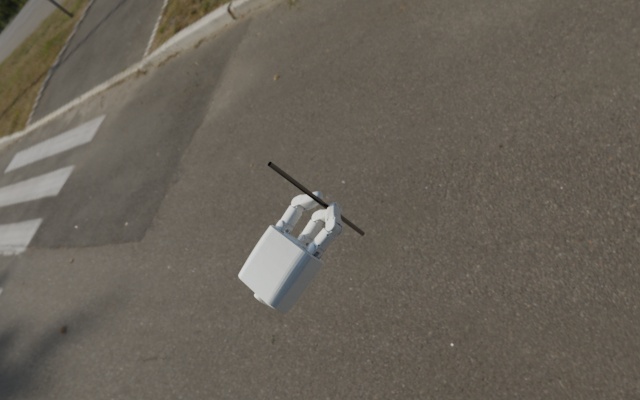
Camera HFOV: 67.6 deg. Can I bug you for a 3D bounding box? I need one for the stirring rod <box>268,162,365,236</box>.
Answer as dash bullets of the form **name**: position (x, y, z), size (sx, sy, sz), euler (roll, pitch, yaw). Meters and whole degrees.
- **stirring rod**: position (0.000, 0.003, 0.790), size (0.011, 0.011, 0.240), euler (0, -29, 47)
